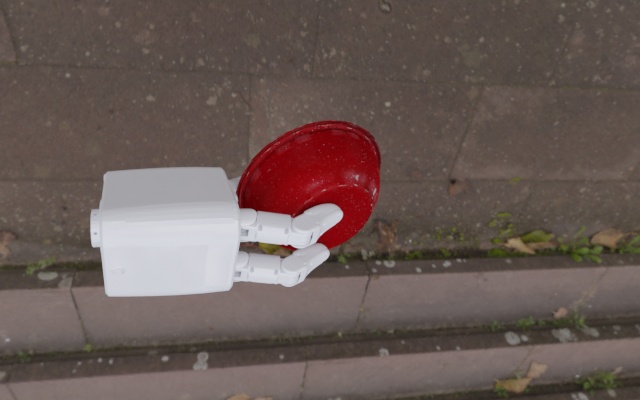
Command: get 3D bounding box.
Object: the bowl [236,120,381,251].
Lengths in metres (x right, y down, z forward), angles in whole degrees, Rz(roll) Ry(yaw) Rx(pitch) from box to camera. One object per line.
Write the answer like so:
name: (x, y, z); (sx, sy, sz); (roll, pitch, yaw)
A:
bowl: (0.001, 0.001, 0.480); (0.162, 0.162, 0.055); (0, 42, -32)
